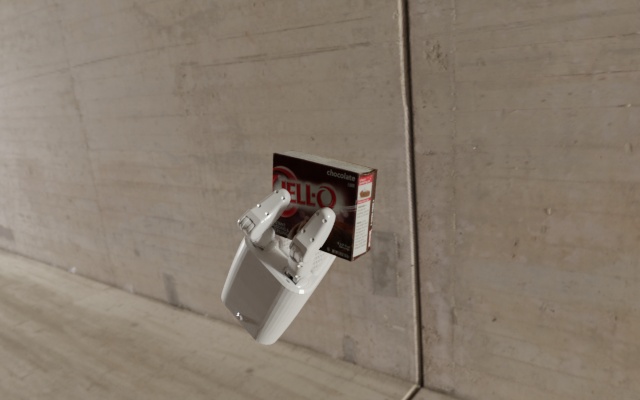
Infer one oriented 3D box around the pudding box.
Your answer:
[{"bbox_3d":[0.000,0.002,0.490,0.113,0.090,0.039,15,22,34],"label":"pudding box"}]
